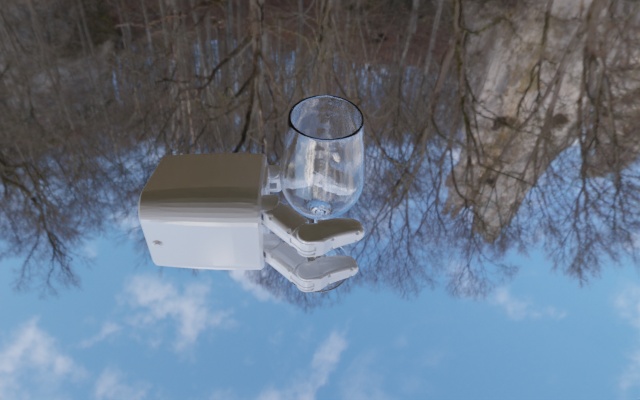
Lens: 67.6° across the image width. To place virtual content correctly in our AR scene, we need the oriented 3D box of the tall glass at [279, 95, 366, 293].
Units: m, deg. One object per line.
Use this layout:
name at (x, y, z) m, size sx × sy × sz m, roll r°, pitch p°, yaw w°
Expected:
tall glass at (0.000, 0.002, 0.456) m, size 0.079 × 0.079 × 0.201 m, roll 0°, pitch -44°, yaw -4°
